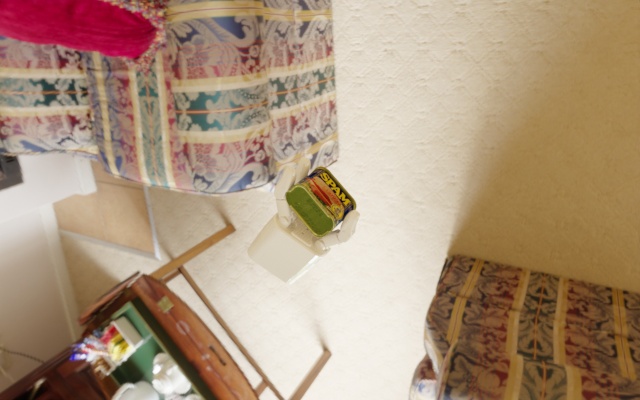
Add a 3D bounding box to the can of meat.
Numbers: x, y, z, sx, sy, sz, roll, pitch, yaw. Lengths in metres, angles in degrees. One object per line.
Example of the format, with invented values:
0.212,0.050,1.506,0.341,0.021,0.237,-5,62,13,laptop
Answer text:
0.000,0.003,0.799,0.057,0.102,0.084,-42,-2,36,can of meat
